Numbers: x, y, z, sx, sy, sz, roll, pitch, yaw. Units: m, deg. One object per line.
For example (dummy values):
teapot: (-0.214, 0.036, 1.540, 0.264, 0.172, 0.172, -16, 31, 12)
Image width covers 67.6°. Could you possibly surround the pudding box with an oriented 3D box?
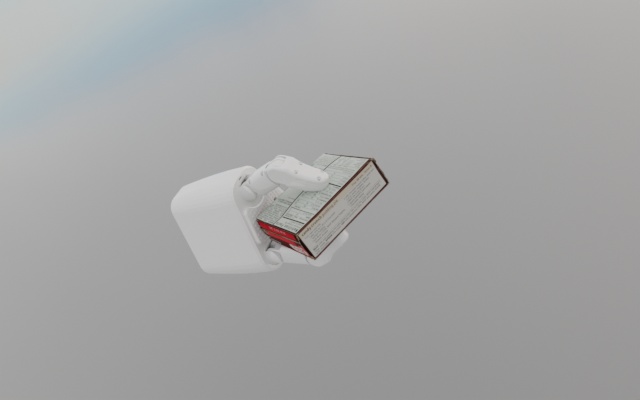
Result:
pudding box: (0.000, 0.001, 0.485, 0.113, 0.039, 0.090, -46, 29, -17)
